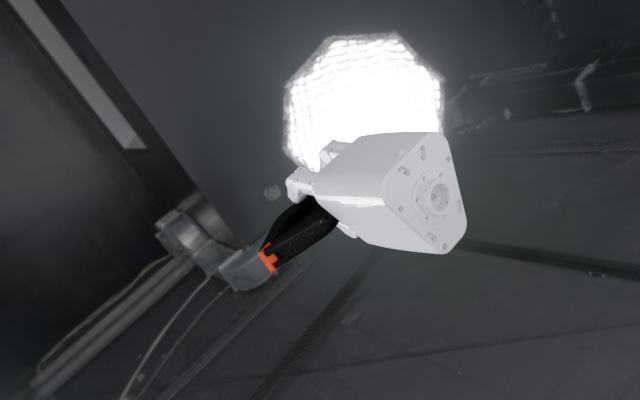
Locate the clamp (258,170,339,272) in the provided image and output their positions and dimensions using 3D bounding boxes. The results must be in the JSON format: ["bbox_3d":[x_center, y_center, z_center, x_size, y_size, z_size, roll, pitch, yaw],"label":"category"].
[{"bbox_3d":[0.000,0.003,0.574,0.210,0.036,0.164,-43,21,-23],"label":"clamp"}]
